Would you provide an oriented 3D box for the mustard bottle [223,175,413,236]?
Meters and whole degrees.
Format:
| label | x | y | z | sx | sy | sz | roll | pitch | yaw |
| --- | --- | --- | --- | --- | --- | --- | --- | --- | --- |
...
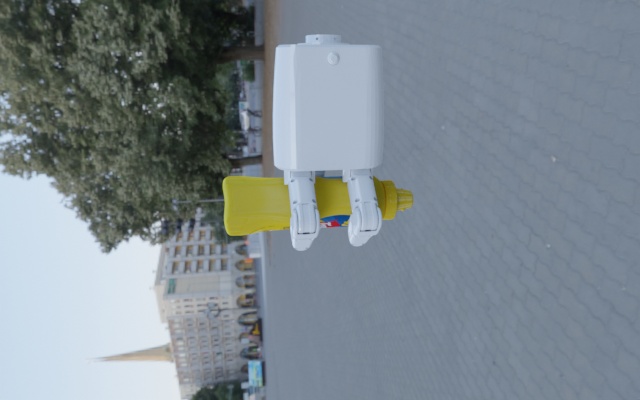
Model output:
| label | x | y | z | sx | sy | sz | roll | pitch | yaw |
| --- | --- | --- | --- | --- | --- | --- | --- | --- | --- |
| mustard bottle | 0.000 | 0.002 | 0.484 | 0.191 | 0.058 | 0.096 | -3 | -9 | -9 |
